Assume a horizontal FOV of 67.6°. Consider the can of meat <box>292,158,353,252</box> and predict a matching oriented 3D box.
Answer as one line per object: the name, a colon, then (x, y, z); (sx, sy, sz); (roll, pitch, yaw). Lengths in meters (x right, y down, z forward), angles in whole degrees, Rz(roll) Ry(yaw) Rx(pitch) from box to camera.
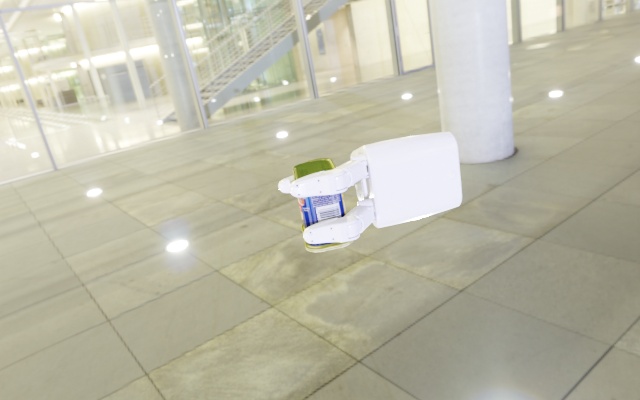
can of meat: (0.000, 0.002, 0.572); (0.057, 0.084, 0.102); (-11, 19, -3)
